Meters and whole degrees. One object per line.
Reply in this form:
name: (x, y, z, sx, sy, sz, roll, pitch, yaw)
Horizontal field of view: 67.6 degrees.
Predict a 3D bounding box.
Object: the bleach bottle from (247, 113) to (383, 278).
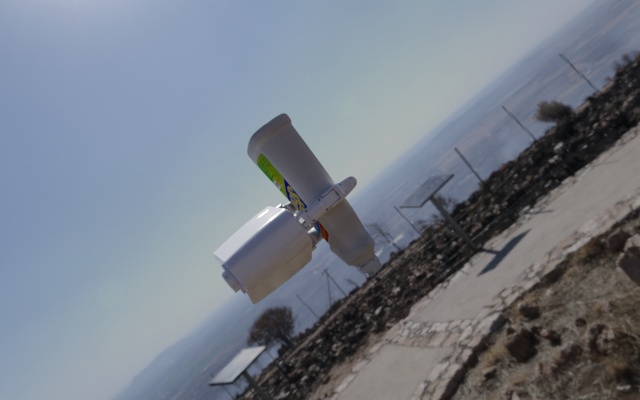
bleach bottle: (0.000, 0.002, 0.672, 0.068, 0.251, 0.102, -39, -2, -17)
